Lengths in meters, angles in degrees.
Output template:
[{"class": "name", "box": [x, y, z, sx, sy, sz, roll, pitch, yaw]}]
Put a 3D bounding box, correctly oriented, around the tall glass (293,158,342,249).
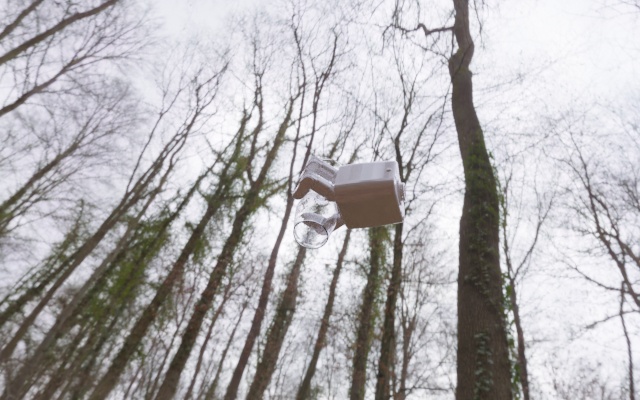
[{"class": "tall glass", "box": [0.000, 0.003, 0.886, 0.079, 0.079, 0.201, 0, 34, 12]}]
